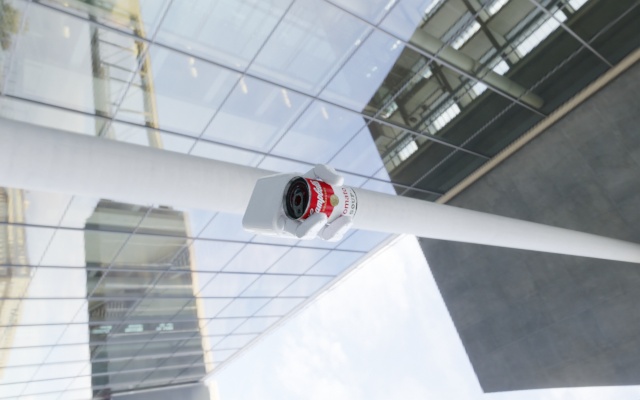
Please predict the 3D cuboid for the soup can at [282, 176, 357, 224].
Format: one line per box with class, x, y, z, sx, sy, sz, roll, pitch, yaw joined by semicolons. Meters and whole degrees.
soup can;0.001;0.002;0.757;0.102;0.068;0.068;9;-6;-40
